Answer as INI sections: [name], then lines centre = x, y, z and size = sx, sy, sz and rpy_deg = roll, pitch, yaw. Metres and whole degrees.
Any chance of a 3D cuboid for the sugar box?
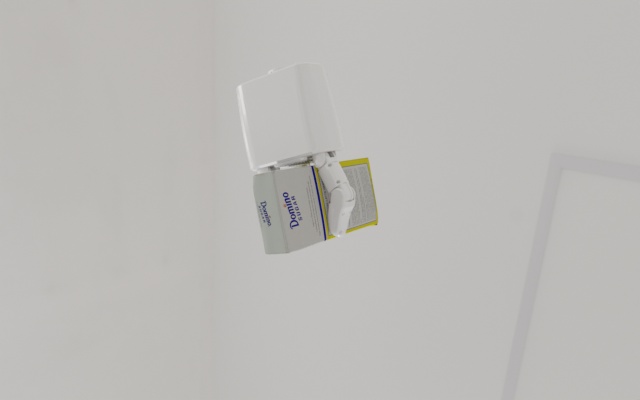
[sugar box]
centre = 0.000, 0.002, 0.586
size = 0.048, 0.093, 0.176
rpy_deg = -8, 3, 44
